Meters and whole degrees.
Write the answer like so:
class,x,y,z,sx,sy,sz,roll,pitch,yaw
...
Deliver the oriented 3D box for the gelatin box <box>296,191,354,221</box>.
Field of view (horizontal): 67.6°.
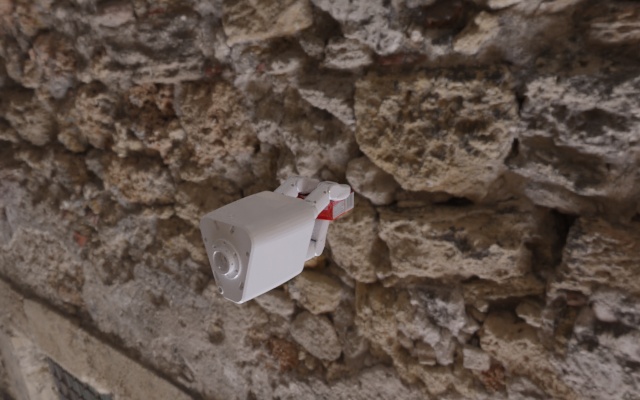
class,x,y,z,sx,sy,sz,roll,pitch,yaw
gelatin box,0.000,0.003,0.699,0.073,0.030,0.089,7,15,23
